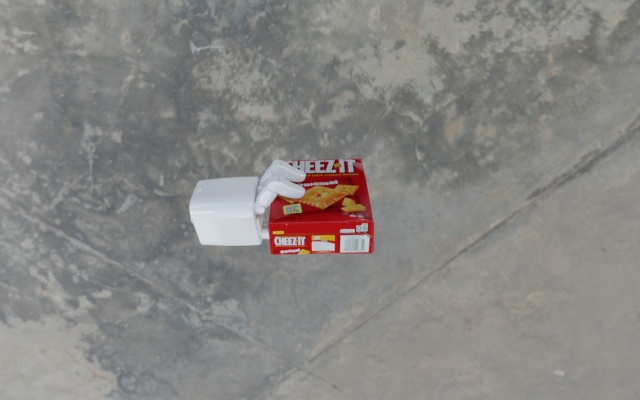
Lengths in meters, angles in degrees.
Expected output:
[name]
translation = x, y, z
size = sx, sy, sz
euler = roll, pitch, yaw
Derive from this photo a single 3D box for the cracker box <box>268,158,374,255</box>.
[cracker box]
translation = 0.000, 0.003, 0.819
size = 0.164, 0.072, 0.213
euler = -1, 32, 0
